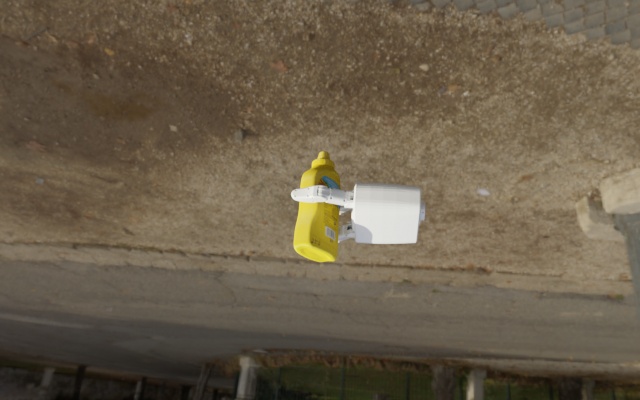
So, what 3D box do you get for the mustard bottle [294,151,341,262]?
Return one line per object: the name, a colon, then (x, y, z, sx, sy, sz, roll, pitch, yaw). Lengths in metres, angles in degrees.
mustard bottle: (0.000, 0.003, 0.824, 0.058, 0.191, 0.096, -9, -26, 31)
